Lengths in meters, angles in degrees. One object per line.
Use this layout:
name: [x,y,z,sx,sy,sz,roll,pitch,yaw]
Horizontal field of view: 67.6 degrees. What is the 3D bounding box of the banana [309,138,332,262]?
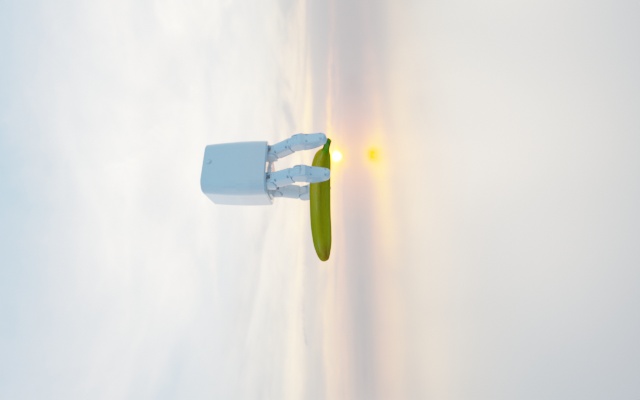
banana: [0.000,0.001,0.786,0.037,0.198,0.069,0,-6,-1]
